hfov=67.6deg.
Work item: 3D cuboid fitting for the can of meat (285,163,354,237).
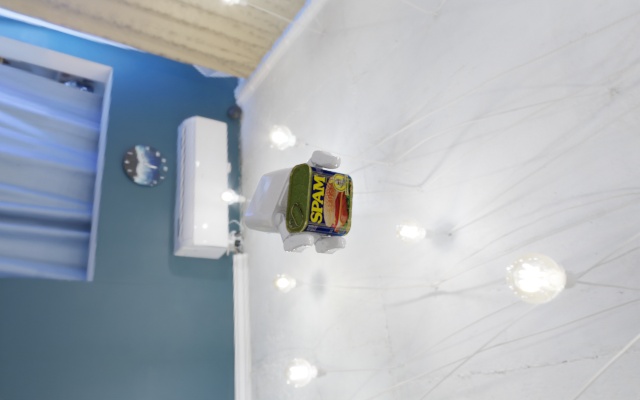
[{"bbox_3d":[0.000,0.002,0.715,0.084,0.102,0.057,10,-10,-33],"label":"can of meat"}]
